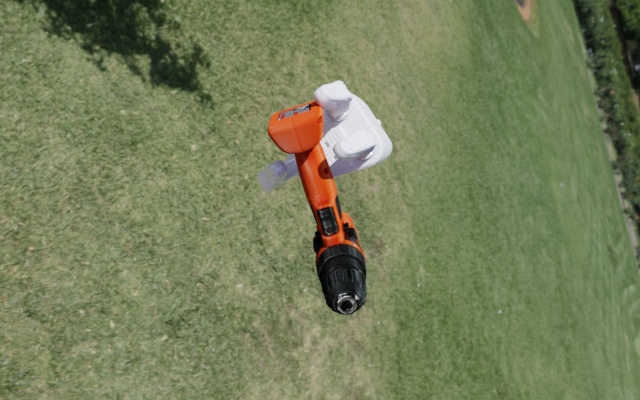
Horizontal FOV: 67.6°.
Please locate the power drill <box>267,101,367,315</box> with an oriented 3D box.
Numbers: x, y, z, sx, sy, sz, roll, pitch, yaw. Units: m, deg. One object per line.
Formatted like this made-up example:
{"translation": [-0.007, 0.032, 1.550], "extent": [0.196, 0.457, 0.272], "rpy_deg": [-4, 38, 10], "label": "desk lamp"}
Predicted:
{"translation": [0.000, 0.001, 0.488], "extent": [0.057, 0.188, 0.184], "rpy_deg": [-16, 20, 2], "label": "power drill"}
